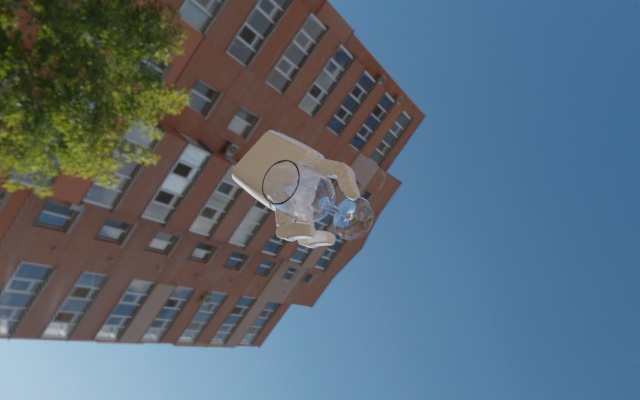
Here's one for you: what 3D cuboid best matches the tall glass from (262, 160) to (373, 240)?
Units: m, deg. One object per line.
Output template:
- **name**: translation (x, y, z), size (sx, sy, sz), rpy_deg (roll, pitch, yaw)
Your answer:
- **tall glass**: translation (0.001, 0.002, 0.704), size (0.079, 0.079, 0.201), rpy_deg (0, -16, 33)
